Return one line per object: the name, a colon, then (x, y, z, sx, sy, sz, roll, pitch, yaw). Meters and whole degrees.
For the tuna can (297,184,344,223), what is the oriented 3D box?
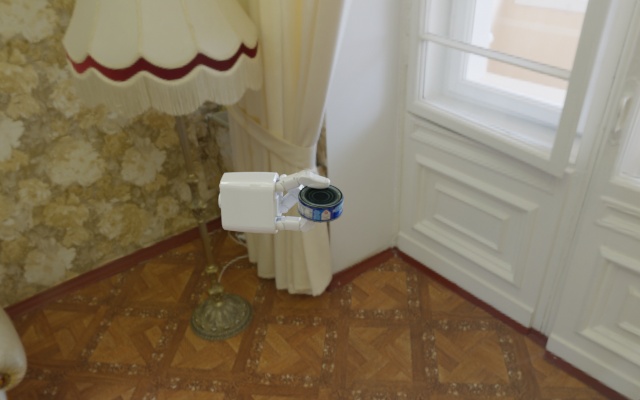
tuna can: (0.000, 0.002, 0.890, 0.086, 0.034, 0.086, 2, 34, -1)
